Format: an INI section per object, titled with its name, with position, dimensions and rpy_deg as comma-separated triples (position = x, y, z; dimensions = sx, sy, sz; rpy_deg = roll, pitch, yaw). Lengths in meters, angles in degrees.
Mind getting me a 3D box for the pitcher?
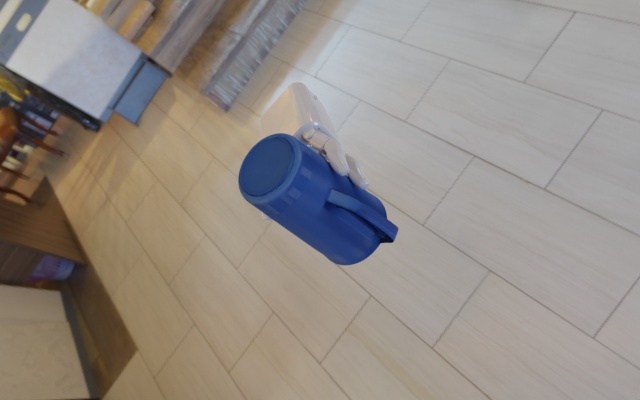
[pitcher]
position = 0.000, 0.002, 0.718
dimensions = 0.149, 0.145, 0.243
rpy_deg = -32, -38, 19
